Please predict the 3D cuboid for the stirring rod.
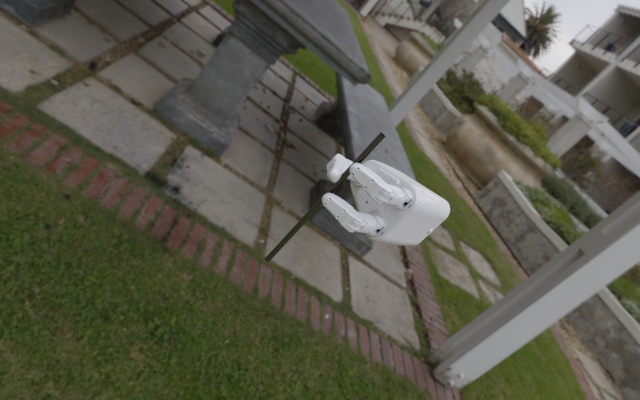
[{"bbox_3d":[0.000,0.002,0.623,0.239,0.011,0.011,-47,-23,23],"label":"stirring rod"}]
